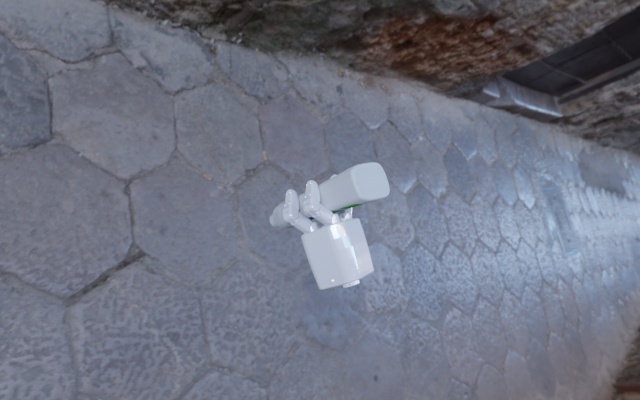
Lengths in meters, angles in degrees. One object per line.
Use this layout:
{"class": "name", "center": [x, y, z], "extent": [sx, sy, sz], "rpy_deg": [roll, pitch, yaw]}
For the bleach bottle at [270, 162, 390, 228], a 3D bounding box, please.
{"class": "bleach bottle", "center": [0.000, 0.003, 0.895], "extent": [0.251, 0.068, 0.102], "rpy_deg": [-23, -8, 41]}
